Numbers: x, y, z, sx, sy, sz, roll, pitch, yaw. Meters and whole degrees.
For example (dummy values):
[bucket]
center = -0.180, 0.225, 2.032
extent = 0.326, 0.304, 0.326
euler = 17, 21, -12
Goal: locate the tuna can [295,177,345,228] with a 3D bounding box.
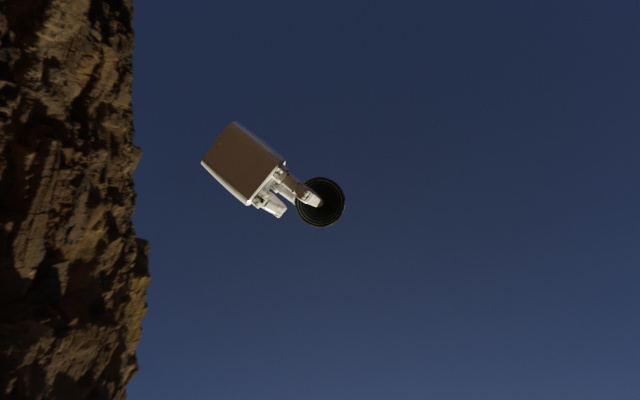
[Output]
[tuna can]
center = 0.000, 0.003, 0.822
extent = 0.086, 0.086, 0.034
euler = 0, 1, 6
